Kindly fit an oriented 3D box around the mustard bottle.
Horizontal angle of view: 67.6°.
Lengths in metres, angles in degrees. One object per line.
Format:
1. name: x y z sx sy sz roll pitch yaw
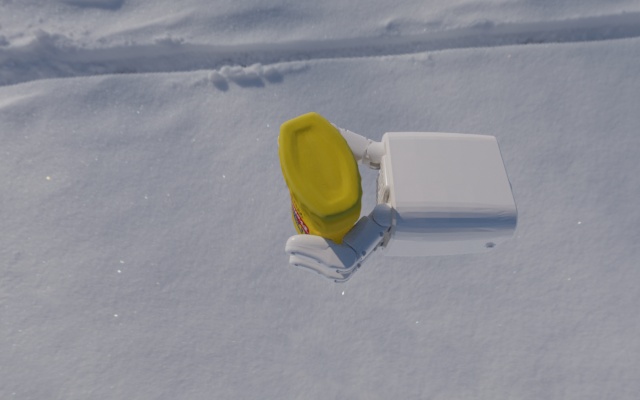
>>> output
1. mustard bottle: 0.000 0.001 0.459 0.058 0.096 0.192 -24 -17 -7
